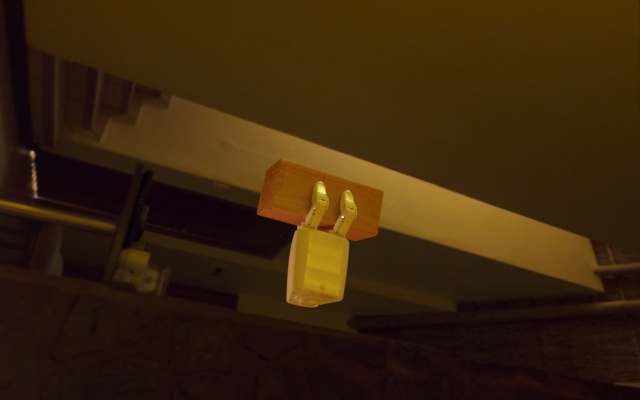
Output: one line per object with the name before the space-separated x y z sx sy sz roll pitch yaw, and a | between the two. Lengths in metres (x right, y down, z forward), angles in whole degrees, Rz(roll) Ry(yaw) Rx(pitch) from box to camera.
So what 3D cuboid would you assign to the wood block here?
wood block | 0.000 0.003 0.878 0.206 0.090 0.091 17 -18 -20
